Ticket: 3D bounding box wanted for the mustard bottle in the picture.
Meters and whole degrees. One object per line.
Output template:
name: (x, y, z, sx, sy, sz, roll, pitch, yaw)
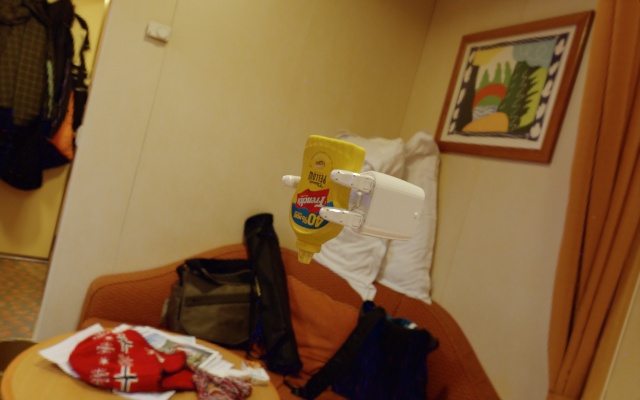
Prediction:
mustard bottle: (0.000, 0.002, 0.724, 0.096, 0.191, 0.058, 17, 4, 35)
